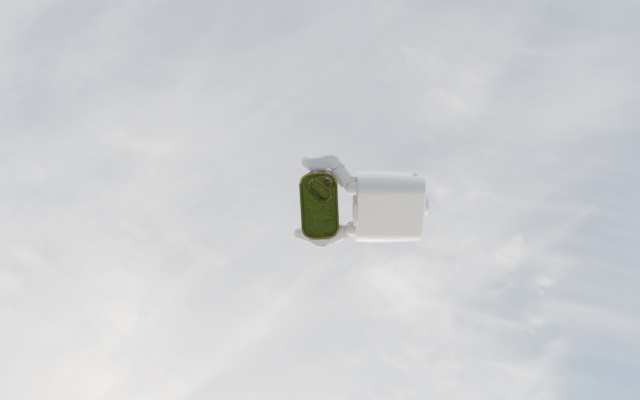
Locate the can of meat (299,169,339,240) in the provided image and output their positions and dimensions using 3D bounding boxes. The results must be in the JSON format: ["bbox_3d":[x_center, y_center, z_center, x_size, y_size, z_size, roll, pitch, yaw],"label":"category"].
[{"bbox_3d":[0.000,0.003,0.748,0.057,0.102,0.084,-3,9,3],"label":"can of meat"}]
